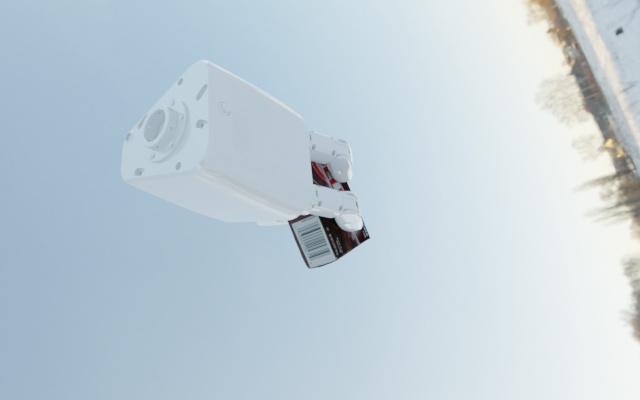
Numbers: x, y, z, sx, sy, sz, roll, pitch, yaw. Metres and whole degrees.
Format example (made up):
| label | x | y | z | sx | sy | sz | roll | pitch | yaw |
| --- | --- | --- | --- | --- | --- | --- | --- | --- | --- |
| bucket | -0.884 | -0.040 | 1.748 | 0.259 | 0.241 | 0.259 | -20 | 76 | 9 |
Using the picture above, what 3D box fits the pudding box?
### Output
| label | x | y | z | sx | sy | sz | roll | pitch | yaw |
| --- | --- | --- | --- | --- | --- | --- | --- | --- | --- |
| pudding box | 0.000 | 0.002 | 0.476 | 0.039 | 0.113 | 0.090 | -20 | 0 | 28 |
